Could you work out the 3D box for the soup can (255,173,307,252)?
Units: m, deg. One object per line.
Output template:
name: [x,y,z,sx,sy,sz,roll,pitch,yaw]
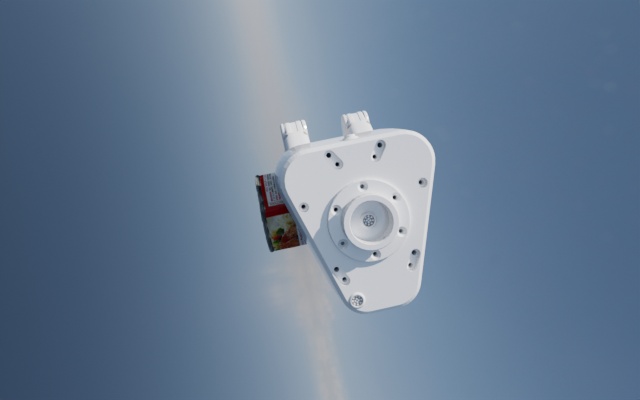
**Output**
soup can: [0.000,0.001,0.416,0.102,0.068,0.068,-12,1,-3]
